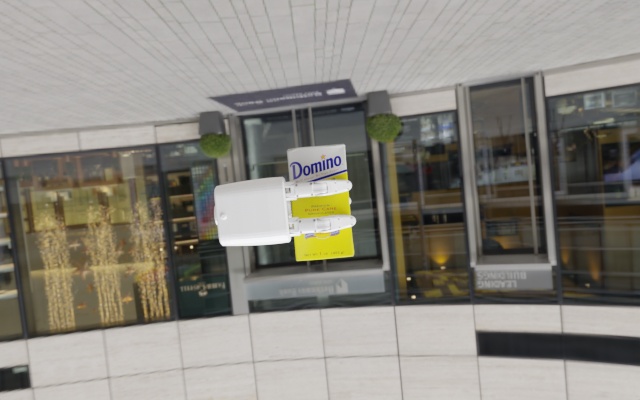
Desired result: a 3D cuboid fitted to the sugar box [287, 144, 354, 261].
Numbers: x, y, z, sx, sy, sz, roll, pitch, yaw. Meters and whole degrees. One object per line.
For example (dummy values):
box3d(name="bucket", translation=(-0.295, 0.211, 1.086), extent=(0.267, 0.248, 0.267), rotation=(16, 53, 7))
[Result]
box3d(name="sugar box", translation=(0.000, 0.003, 0.756), extent=(0.093, 0.176, 0.048), rotation=(-6, 3, 0))
